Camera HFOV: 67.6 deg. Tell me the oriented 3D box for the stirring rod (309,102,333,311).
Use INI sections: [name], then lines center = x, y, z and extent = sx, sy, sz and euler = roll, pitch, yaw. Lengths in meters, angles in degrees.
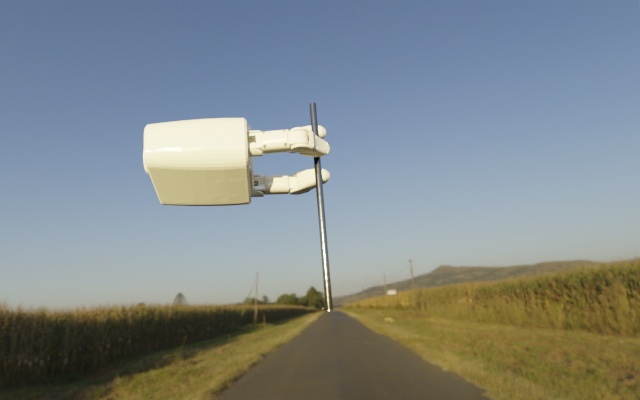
[stirring rod]
center = 0.000, 0.002, 0.539
extent = 0.011, 0.239, 0.011
euler = -4, -13, -1
